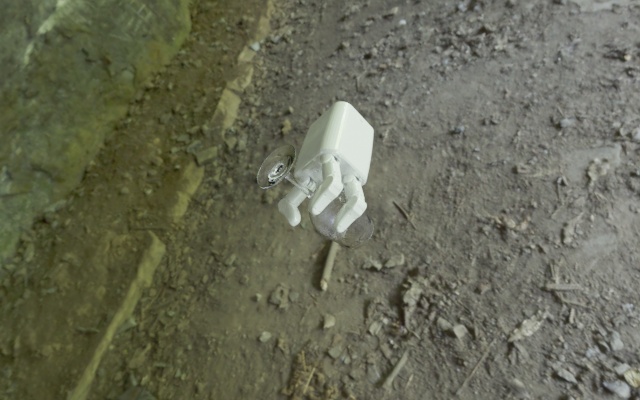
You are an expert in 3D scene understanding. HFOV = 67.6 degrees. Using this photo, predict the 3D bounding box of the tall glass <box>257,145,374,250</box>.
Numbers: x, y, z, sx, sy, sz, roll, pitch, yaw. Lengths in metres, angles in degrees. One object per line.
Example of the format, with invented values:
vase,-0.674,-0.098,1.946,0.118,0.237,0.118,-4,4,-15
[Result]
tall glass,0.000,0.002,0.731,0.079,0.079,0.201,0,-32,48
